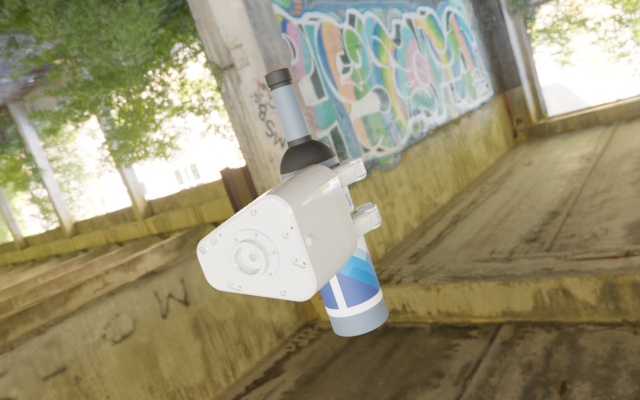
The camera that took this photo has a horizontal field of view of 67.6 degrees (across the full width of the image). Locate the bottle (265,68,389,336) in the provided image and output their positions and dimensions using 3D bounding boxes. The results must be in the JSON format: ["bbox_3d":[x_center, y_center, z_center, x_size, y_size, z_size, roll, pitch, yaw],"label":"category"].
[{"bbox_3d":[0.000,0.002,0.528,0.069,0.296,0.069,-18,9,3],"label":"bottle"}]
